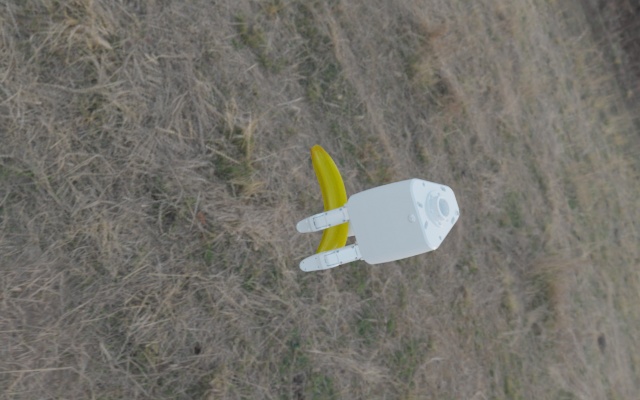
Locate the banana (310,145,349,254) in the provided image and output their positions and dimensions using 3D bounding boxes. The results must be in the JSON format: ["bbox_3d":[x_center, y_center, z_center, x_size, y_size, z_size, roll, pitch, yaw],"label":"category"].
[{"bbox_3d":[0.014,0.010,0.744,0.070,0.197,0.037,18,-25,-40],"label":"banana"}]
